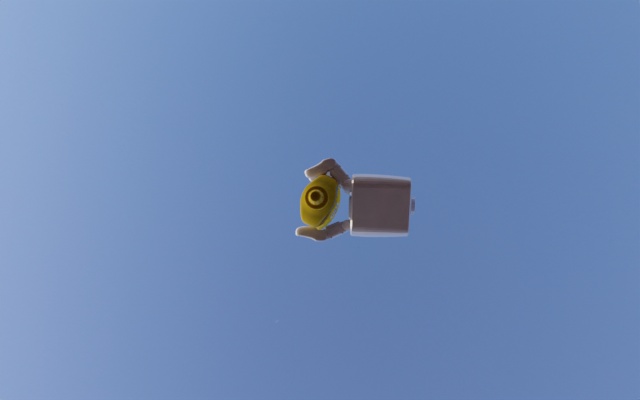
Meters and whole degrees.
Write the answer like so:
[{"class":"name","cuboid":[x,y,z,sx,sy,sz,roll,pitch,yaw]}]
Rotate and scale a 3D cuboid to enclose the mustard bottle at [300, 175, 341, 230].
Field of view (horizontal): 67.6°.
[{"class":"mustard bottle","cuboid":[0.000,0.003,0.872,0.058,0.096,0.191,27,-3,7]}]
